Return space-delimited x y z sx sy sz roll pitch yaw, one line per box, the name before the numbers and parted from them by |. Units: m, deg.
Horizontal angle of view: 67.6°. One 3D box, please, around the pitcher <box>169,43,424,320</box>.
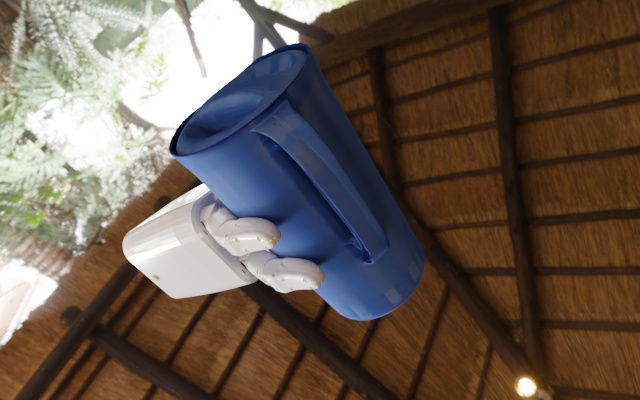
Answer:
pitcher | 0.000 0.001 0.415 0.145 0.149 0.243 -19 -54 29
